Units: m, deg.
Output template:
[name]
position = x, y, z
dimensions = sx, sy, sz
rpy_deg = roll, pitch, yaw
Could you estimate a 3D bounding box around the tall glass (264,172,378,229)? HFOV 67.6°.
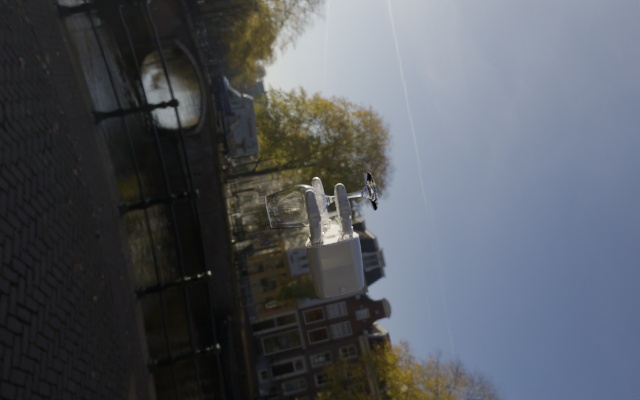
[tall glass]
position = 0.001, 0.003, 0.886
dimensions = 0.201, 0.079, 0.079
rpy_deg = -11, 1, -7
